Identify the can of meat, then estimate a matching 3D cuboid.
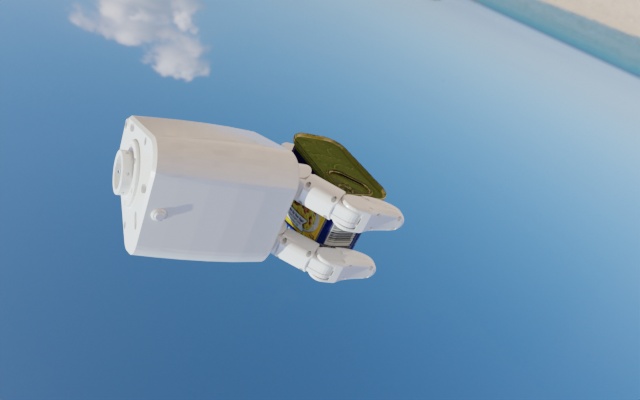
[{"bbox_3d":[0.000,0.002,0.431,0.057,0.084,0.102,4,34,-37],"label":"can of meat"}]
